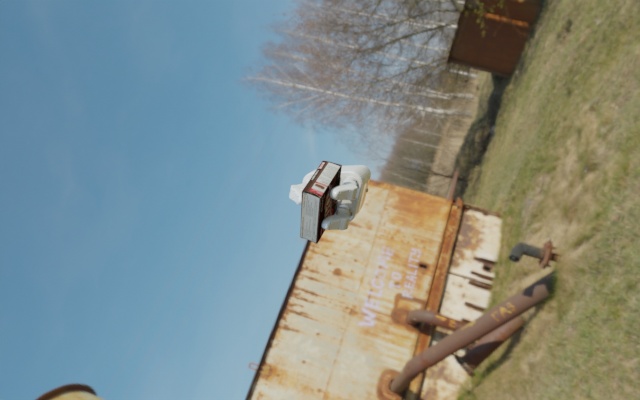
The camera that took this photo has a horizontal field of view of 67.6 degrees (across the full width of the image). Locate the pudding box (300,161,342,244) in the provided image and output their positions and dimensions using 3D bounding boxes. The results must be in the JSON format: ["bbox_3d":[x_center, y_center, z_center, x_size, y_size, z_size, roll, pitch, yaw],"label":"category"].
[{"bbox_3d":[0.000,0.003,0.806,0.039,0.114,0.090,17,45,15],"label":"pudding box"}]
